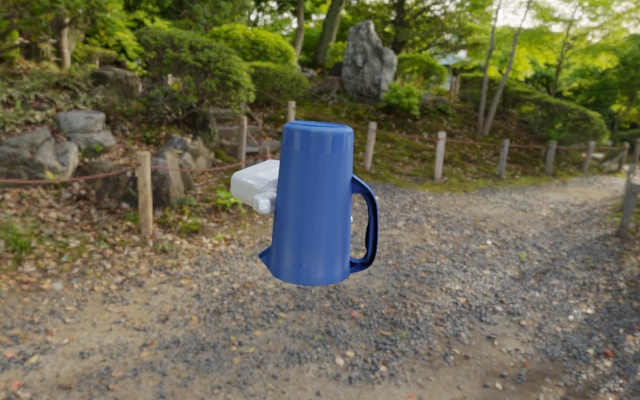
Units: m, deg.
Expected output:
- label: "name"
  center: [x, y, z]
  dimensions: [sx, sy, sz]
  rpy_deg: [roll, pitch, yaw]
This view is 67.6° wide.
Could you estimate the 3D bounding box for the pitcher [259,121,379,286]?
- label: "pitcher"
  center: [0.000, 0.002, 0.749]
  dimensions: [0.149, 0.243, 0.145]
  rpy_deg: [-7, 16, -39]
